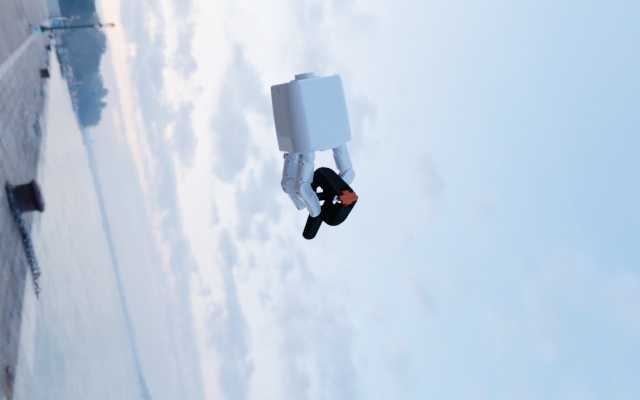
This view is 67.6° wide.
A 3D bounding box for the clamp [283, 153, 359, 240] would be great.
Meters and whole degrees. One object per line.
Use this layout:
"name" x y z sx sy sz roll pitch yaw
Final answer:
"clamp" 0.001 0.002 0.775 0.036 0.164 0.210 -18 16 -23
